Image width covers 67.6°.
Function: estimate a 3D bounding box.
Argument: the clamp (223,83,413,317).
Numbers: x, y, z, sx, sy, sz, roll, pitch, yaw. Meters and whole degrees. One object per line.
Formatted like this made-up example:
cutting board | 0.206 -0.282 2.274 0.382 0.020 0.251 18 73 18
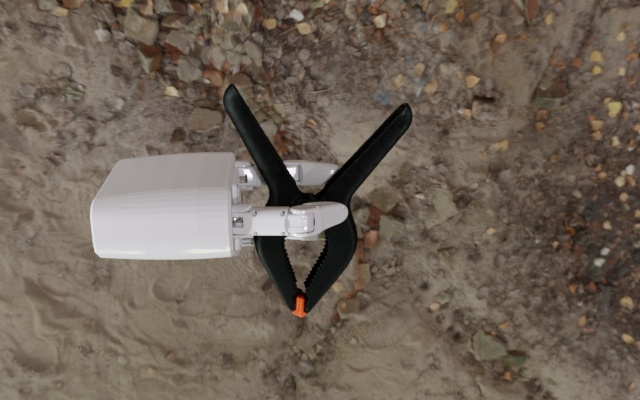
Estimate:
clamp | 0.000 0.002 0.431 0.164 0.210 0.036 -1 12 -4
